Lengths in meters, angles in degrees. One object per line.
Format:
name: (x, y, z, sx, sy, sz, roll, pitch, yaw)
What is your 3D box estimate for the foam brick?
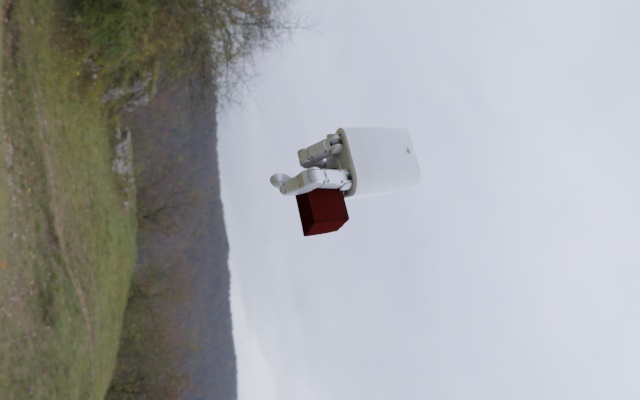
foam brick: (0.000, 0.002, 0.650, 0.051, 0.078, 0.053, -5, -21, -21)
